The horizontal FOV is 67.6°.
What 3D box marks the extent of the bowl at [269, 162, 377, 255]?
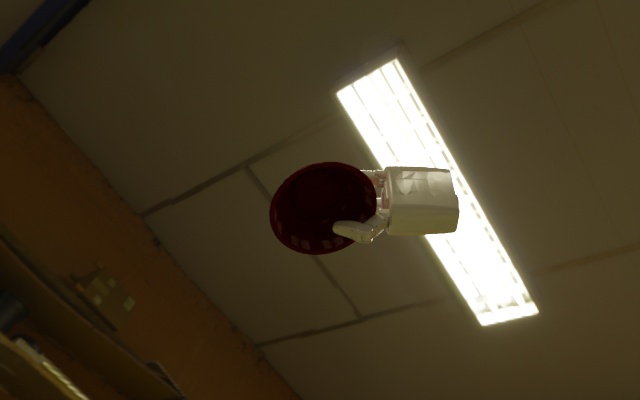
[{"bbox_3d":[-0.001,0.002,0.716,0.162,0.162,0.055,0,32,-15],"label":"bowl"}]
